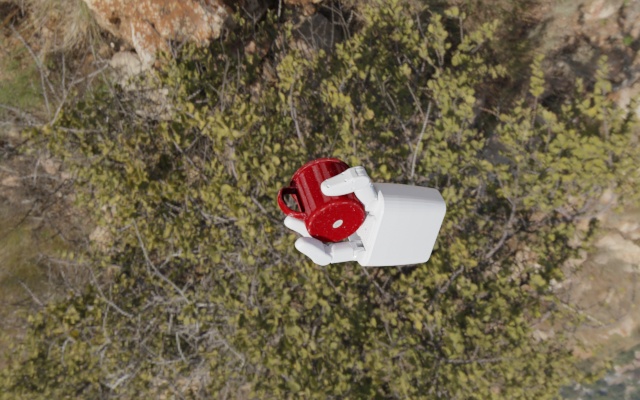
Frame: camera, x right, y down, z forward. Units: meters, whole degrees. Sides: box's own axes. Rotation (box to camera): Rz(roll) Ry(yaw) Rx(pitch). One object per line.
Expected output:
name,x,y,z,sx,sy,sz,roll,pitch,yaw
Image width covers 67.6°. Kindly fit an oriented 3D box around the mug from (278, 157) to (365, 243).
mug,-0.001,0.002,0.646,0.117,0.093,0.081,2,43,-22
